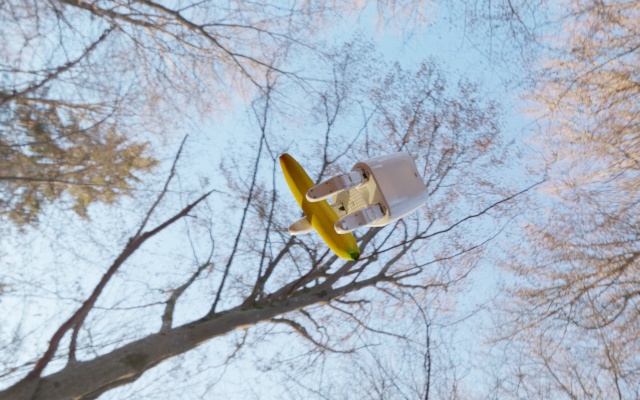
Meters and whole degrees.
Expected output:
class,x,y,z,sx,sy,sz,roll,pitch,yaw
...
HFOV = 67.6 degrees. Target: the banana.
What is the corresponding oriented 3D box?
class,x,y,z,sx,sy,sz,roll,pitch,yaw
banana,0.002,0.015,0.675,0.037,0.197,0.070,-29,-28,-18
